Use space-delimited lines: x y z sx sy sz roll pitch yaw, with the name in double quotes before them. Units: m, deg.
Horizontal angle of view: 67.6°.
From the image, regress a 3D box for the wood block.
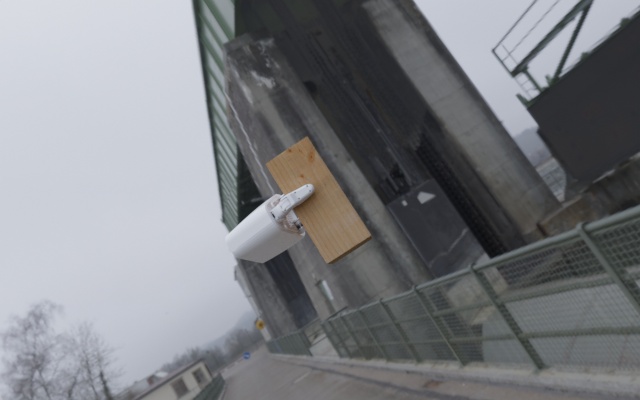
"wood block" 0.000 0.003 0.855 0.090 0.206 0.091 -33 -10 3
